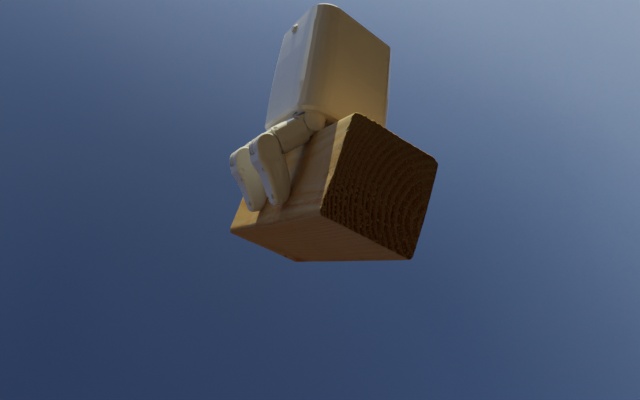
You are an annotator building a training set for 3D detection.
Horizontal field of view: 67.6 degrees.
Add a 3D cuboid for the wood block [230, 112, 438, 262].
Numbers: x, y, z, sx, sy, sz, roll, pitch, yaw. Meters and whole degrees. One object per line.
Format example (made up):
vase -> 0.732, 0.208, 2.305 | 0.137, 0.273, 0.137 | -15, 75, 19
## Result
wood block -> 0.000, 0.001, 0.453 | 0.091, 0.090, 0.206 | 26, -18, -23
